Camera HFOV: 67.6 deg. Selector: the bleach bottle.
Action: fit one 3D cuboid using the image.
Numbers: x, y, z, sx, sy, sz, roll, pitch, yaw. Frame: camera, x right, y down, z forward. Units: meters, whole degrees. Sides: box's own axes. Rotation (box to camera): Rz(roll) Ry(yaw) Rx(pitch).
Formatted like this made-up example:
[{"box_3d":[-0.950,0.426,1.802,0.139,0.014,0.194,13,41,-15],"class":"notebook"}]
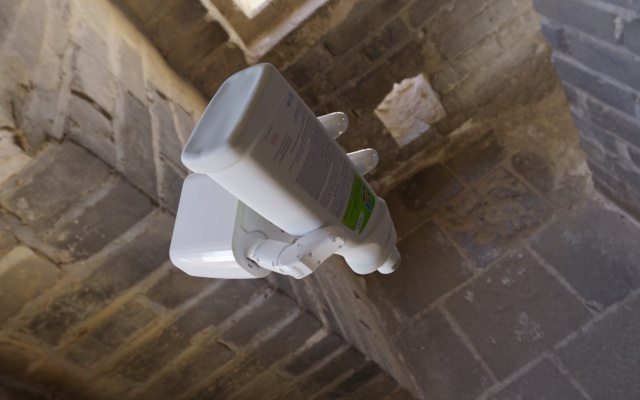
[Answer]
[{"box_3d":[0.000,0.001,0.431,0.068,0.102,0.251,-6,-39,40],"class":"bleach bottle"}]
